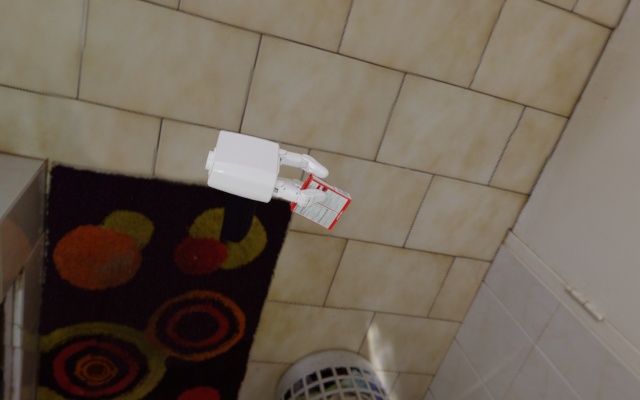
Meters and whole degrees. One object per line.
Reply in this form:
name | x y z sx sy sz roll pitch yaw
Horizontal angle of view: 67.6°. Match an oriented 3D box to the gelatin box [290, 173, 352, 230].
gelatin box | 0.000 0.003 0.869 0.089 0.073 0.030 28 19 -17
